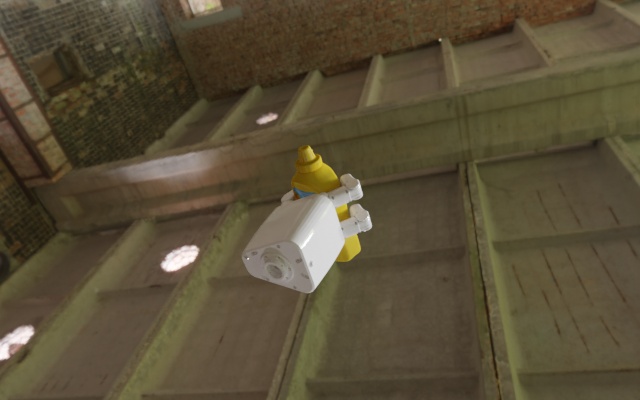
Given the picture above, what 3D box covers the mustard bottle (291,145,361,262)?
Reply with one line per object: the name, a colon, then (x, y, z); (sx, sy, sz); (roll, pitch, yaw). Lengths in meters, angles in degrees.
mustard bottle: (0.000, 0.002, 0.751); (0.058, 0.192, 0.096); (-35, 33, -28)
